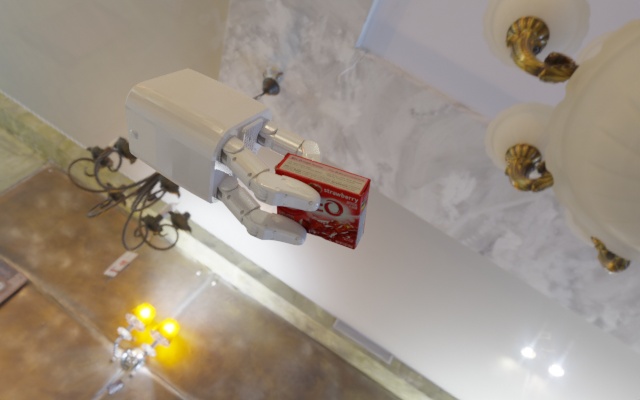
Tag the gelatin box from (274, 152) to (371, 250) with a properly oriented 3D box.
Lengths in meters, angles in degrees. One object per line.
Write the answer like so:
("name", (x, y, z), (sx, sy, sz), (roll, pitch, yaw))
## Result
("gelatin box", (0.001, 0.001, 0.461), (0.089, 0.073, 0.030), (19, 46, 16))
